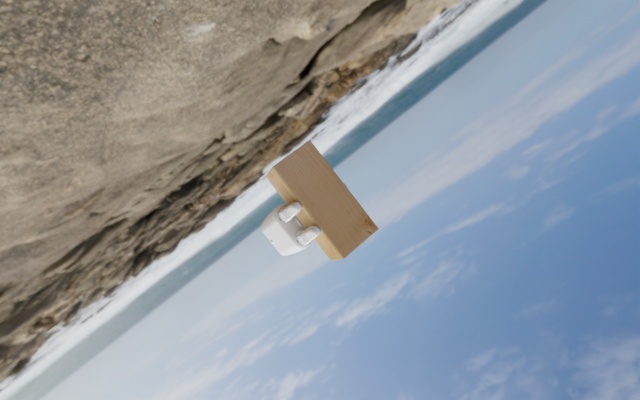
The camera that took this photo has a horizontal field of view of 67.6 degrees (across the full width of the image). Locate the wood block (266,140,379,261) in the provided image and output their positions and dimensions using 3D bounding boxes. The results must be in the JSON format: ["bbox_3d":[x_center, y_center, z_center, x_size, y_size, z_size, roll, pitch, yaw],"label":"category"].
[{"bbox_3d":[0.000,0.003,0.894,0.091,0.206,0.090,-39,2,-17],"label":"wood block"}]
